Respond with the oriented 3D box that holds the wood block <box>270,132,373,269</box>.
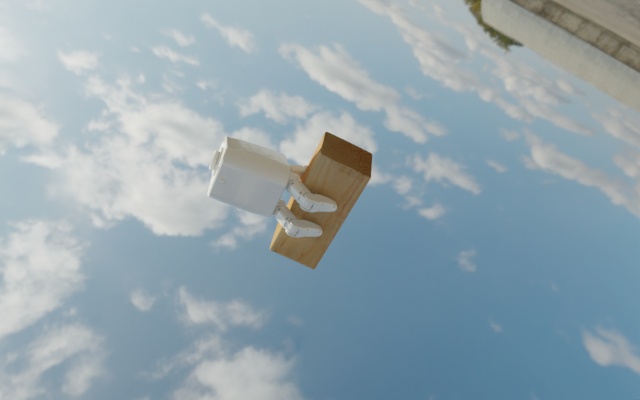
[{"bbox_3d":[0.000,0.002,0.807,0.090,0.206,0.090,25,31,-8],"label":"wood block"}]
